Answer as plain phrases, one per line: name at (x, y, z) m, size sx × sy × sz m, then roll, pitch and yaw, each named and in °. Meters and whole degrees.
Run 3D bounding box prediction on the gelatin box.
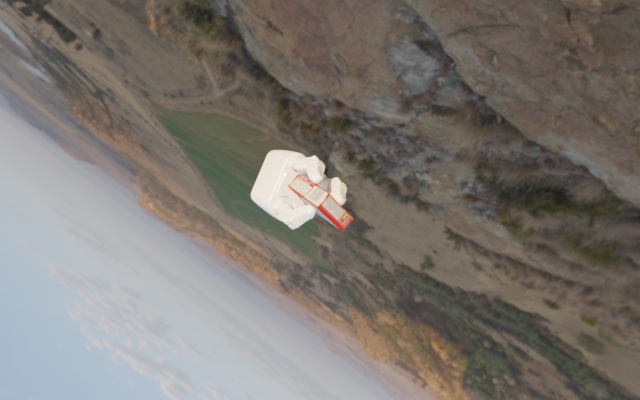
gelatin box at (0.000, 0.003, 0.735) m, size 0.073 × 0.030 × 0.089 m, roll 45°, pitch -7°, yaw -40°
